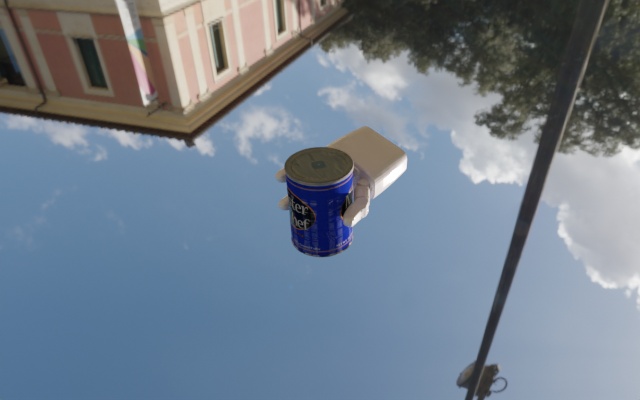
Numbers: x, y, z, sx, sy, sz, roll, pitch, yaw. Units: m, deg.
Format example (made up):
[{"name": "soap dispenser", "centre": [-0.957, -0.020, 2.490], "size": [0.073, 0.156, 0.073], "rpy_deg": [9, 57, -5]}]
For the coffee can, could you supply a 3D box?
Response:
[{"name": "coffee can", "centre": [0.000, 0.002, 0.744], "size": [0.103, 0.140, 0.102], "rpy_deg": [-2, 35, 1]}]
